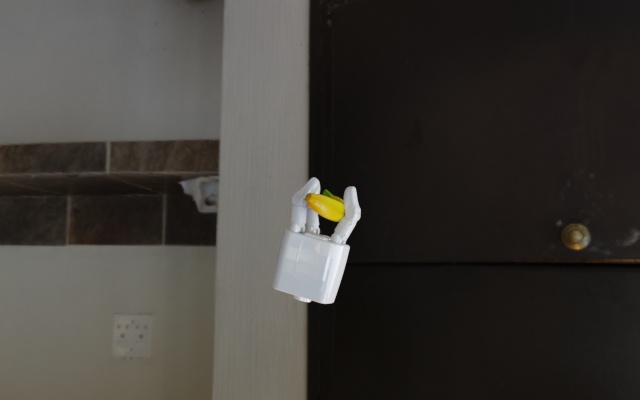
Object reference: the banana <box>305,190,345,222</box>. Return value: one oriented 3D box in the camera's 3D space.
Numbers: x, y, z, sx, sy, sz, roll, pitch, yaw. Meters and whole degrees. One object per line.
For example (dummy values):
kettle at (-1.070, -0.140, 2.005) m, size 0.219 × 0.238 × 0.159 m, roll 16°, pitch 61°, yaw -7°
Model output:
banana at (0.017, 0.012, 0.843) m, size 0.069 × 0.037 × 0.198 m, roll 29°, pitch 5°, yaw 6°
